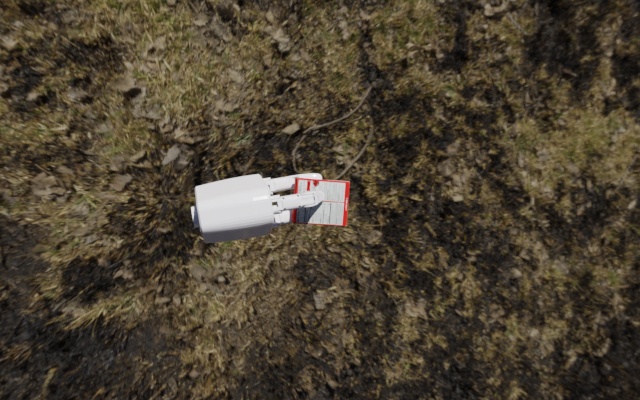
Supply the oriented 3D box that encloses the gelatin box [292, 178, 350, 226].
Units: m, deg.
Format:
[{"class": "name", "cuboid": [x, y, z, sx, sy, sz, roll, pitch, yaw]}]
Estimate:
[{"class": "gelatin box", "cuboid": [0.001, 0.003, 0.772, 0.089, 0.073, 0.030, 4, 1, -9]}]
